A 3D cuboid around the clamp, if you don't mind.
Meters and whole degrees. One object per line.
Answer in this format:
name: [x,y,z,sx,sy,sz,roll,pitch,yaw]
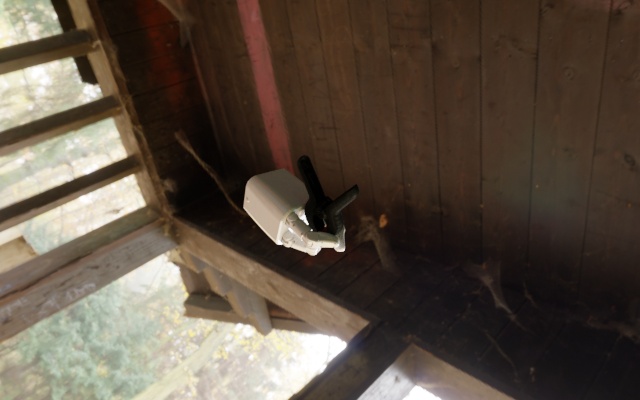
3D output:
clamp: [0.001,0.003,0.821,0.039,0.172,0.120,-32,63,-35]
